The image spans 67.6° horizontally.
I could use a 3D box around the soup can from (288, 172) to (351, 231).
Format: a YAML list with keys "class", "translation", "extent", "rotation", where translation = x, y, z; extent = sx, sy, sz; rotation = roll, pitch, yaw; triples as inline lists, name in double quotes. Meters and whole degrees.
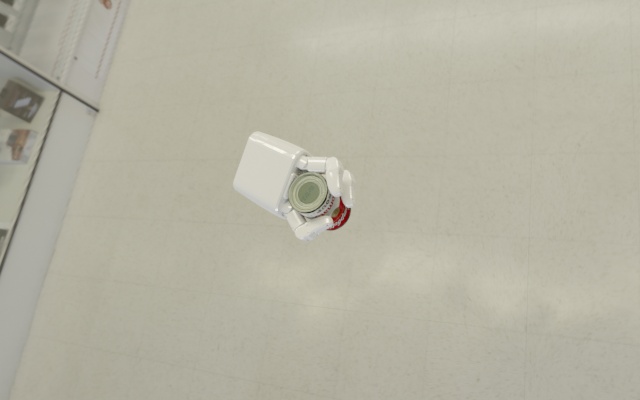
- class: "soup can"
  translation: [0.000, 0.003, 0.760]
  extent: [0.068, 0.068, 0.102]
  rotation: [0, -18, 24]
